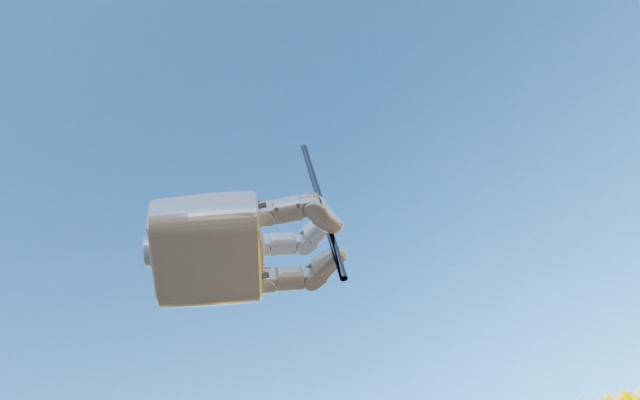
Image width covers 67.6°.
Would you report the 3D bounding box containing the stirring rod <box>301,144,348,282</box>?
[{"bbox_3d":[0.000,0.002,0.558,0.011,0.011,0.239,0,38,-14],"label":"stirring rod"}]
